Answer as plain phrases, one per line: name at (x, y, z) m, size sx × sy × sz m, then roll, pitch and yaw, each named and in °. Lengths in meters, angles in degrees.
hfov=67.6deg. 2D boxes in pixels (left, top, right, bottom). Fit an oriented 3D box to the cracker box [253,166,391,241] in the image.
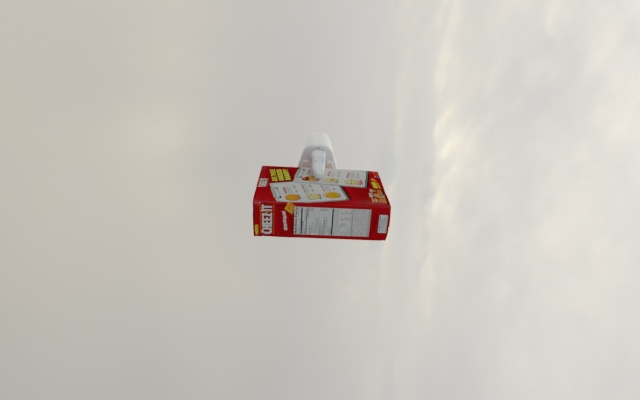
cracker box at (0.000, 0.002, 0.807) m, size 0.214 × 0.072 × 0.164 m, roll 2°, pitch 23°, yaw -2°
